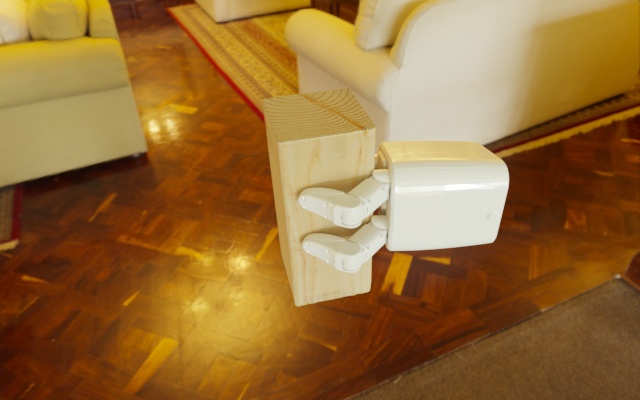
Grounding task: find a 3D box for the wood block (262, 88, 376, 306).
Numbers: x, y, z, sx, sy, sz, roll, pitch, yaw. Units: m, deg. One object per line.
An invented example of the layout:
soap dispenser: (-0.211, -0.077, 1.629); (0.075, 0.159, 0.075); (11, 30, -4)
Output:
wood block: (0.000, 0.001, 0.498); (0.090, 0.206, 0.090); (-10, 37, -9)
